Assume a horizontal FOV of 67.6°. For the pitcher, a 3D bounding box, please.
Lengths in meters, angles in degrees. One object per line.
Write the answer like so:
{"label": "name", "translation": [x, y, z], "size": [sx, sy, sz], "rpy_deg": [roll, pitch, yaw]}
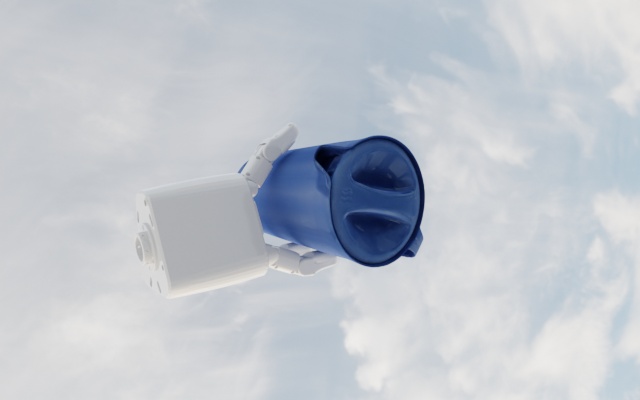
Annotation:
{"label": "pitcher", "translation": [0.000, 0.002, 0.576], "size": [0.145, 0.149, 0.243], "rpy_deg": [-15, 12, -35]}
